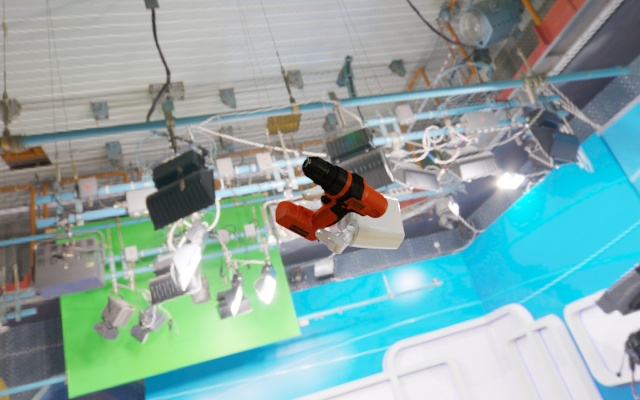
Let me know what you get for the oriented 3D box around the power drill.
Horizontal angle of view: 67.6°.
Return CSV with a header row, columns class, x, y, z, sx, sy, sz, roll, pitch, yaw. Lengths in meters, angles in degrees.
class,x,y,z,sx,sy,sz,roll,pitch,yaw
power drill,0.000,0.003,0.869,0.184,0.057,0.188,31,-39,-28
